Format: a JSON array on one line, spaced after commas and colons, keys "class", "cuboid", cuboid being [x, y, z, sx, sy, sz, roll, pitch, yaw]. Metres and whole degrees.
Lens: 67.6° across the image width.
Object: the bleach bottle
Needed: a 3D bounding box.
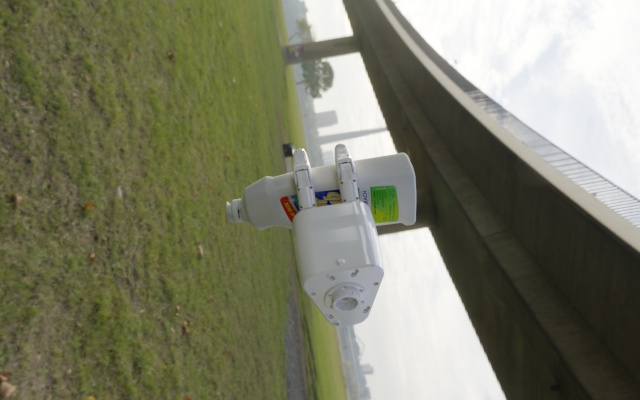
[{"class": "bleach bottle", "cuboid": [0.000, 0.002, 0.653, 0.251, 0.103, 0.068, -9, 39, 0]}]
